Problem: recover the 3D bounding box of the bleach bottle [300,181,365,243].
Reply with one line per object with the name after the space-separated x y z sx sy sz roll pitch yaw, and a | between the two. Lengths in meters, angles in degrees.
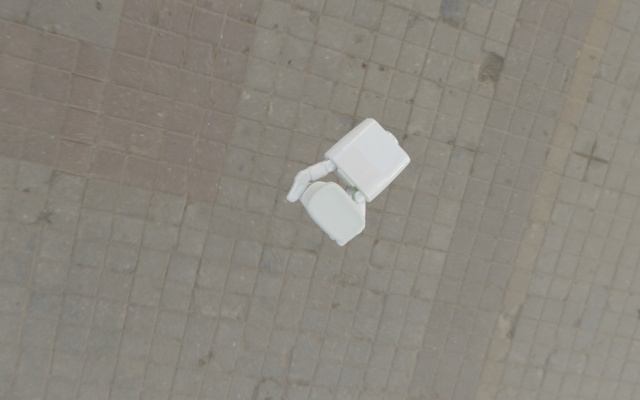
0.000 0.003 0.872 0.068 0.102 0.251 -43 15 -3 | bleach bottle
